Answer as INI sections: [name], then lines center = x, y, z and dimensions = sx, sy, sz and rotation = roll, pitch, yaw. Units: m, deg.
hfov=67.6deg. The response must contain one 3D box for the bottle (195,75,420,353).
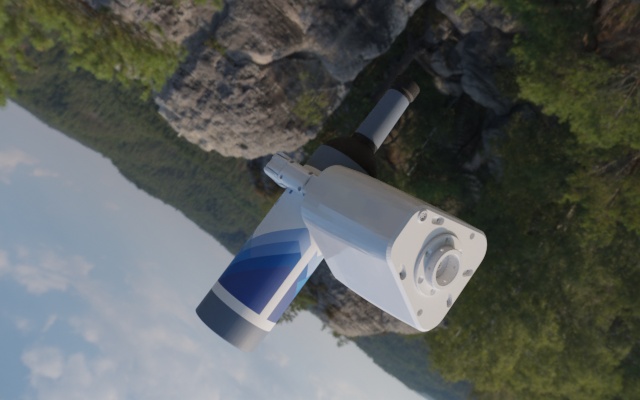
[bottle]
center = 0.000, 0.002, 0.453
dimensions = 0.069, 0.295, 0.069
rotation = 36, -8, 6
